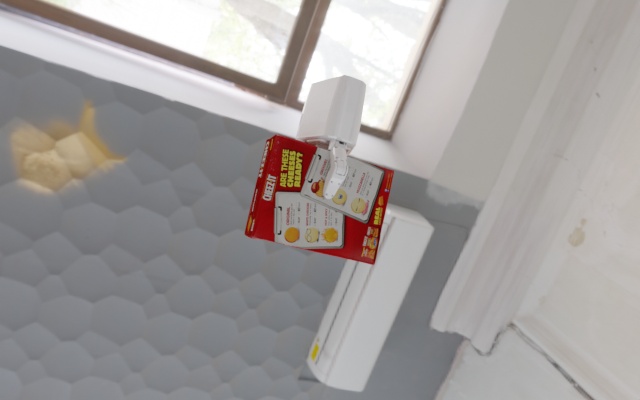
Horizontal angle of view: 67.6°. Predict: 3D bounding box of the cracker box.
[{"bbox_3d":[0.000,0.003,0.780,0.214,0.164,0.072,15,-6,-20],"label":"cracker box"}]
